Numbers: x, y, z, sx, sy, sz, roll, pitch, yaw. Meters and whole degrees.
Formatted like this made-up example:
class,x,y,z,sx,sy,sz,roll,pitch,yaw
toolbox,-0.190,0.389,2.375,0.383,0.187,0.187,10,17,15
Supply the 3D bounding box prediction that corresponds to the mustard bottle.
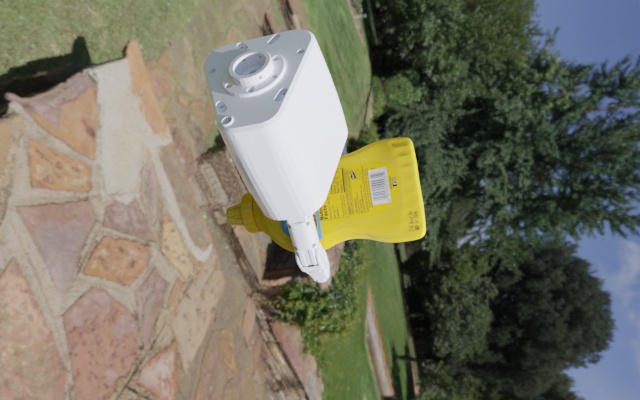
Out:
class,x,y,z,sx,sy,sz,roll,pitch,yaw
mustard bottle,0.000,0.002,0.463,0.191,0.096,0.058,-9,-13,11
